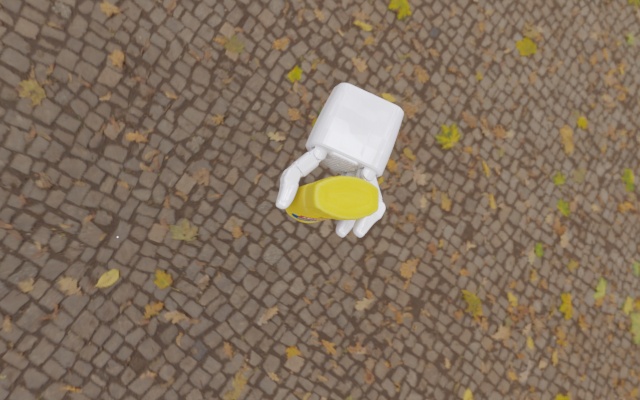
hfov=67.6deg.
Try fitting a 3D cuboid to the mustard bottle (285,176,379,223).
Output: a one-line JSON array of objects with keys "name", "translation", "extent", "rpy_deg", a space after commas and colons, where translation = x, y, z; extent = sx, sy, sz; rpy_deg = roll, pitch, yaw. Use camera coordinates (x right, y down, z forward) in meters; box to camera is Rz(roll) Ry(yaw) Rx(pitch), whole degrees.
[{"name": "mustard bottle", "translation": [0.000, 0.003, 0.701], "extent": [0.096, 0.058, 0.191], "rpy_deg": [2, -4, -23]}]
